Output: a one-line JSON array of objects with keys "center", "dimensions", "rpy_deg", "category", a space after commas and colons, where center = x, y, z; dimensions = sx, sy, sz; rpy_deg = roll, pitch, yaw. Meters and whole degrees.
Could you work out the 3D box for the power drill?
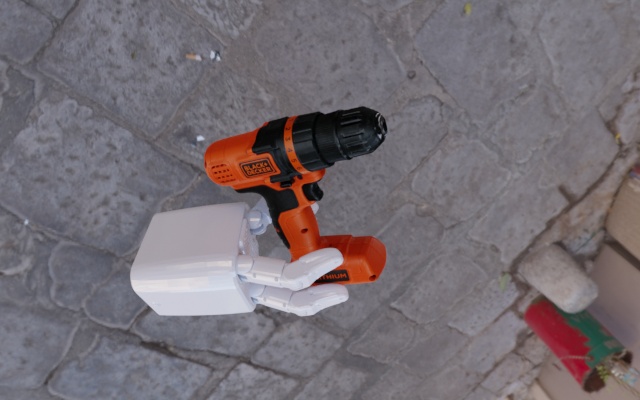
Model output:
[{"center": [0.000, 0.002, 0.470], "dimensions": [0.184, 0.188, 0.057], "rpy_deg": [-8, 36, 29], "category": "power drill"}]
